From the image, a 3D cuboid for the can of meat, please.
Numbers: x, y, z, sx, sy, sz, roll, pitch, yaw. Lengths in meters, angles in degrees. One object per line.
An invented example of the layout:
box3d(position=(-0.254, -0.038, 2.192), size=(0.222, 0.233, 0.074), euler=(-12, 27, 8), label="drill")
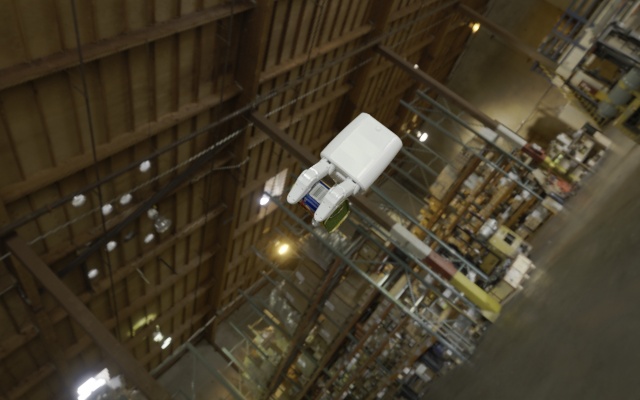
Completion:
box3d(position=(0.000, 0.003, 0.823), size=(0.084, 0.057, 0.102), euler=(40, -7, 16), label="can of meat")
